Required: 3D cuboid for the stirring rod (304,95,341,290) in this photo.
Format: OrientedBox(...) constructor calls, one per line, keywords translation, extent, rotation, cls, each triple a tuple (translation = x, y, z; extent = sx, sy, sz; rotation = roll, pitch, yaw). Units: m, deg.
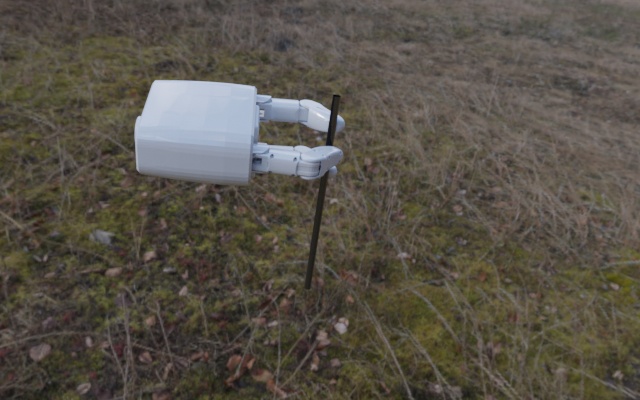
OrientedBox(translation=(0.000, 0.002, 0.527), extent=(0.011, 0.240, 0.011), rotation=(7, 28, -4), cls="stirring rod")
